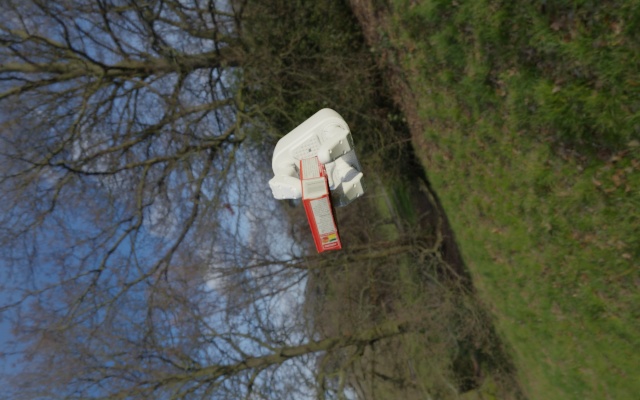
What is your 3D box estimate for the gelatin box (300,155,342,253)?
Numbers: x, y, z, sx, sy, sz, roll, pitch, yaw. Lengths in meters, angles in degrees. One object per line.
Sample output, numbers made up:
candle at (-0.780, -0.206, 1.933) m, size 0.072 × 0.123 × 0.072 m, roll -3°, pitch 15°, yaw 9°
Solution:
gelatin box at (0.000, 0.002, 0.533) m, size 0.030 × 0.073 × 0.089 m, roll -12°, pitch 33°, yaw 3°
